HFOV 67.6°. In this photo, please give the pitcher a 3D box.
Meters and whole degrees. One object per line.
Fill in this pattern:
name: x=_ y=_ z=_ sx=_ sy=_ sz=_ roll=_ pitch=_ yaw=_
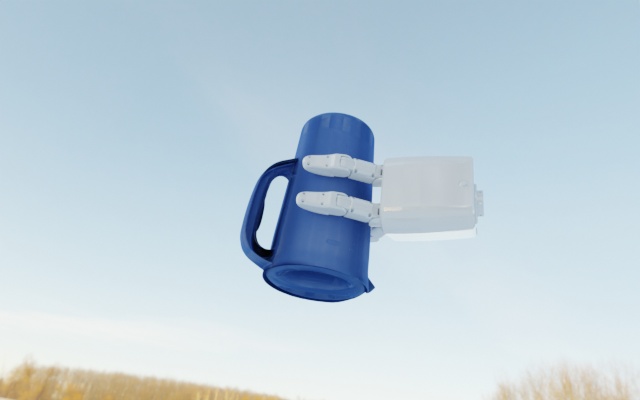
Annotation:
pitcher: x=0.000 y=0.002 z=0.638 sx=0.145 sy=0.242 sz=0.149 roll=-2 pitch=-30 yaw=20
